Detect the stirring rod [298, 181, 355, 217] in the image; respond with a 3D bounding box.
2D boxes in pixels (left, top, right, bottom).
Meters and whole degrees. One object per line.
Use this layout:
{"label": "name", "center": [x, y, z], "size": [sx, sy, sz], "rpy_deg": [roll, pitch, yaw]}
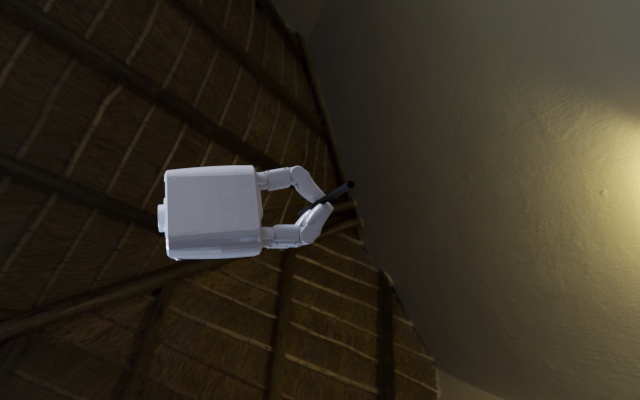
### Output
{"label": "stirring rod", "center": [0.000, 0.002, 0.589], "size": [0.011, 0.011, 0.239], "rpy_deg": [0, -8, -15]}
